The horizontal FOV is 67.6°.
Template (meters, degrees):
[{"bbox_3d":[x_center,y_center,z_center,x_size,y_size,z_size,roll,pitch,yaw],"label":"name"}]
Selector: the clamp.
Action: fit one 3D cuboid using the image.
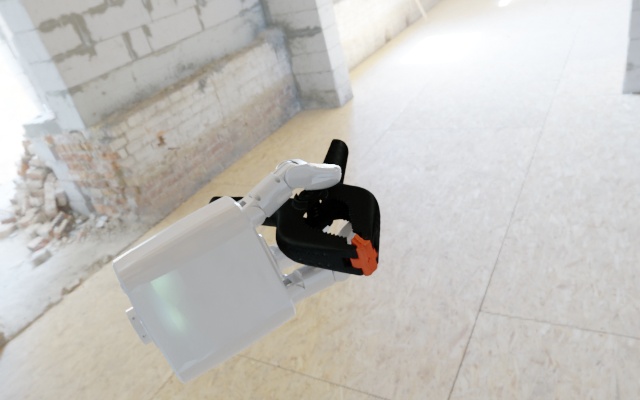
[{"bbox_3d":[0.000,0.001,0.444,0.164,0.036,0.210,-32,32,-19],"label":"clamp"}]
